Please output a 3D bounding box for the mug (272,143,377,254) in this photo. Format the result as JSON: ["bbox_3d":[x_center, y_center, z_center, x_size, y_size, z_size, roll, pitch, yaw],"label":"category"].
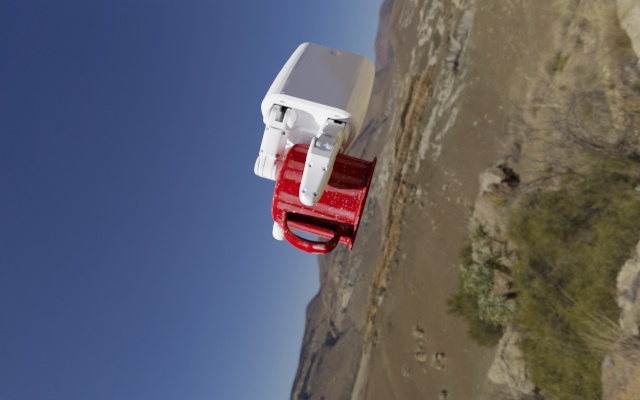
[{"bbox_3d":[-0.001,0.003,0.453,0.081,0.117,0.093,16,-40,6],"label":"mug"}]
